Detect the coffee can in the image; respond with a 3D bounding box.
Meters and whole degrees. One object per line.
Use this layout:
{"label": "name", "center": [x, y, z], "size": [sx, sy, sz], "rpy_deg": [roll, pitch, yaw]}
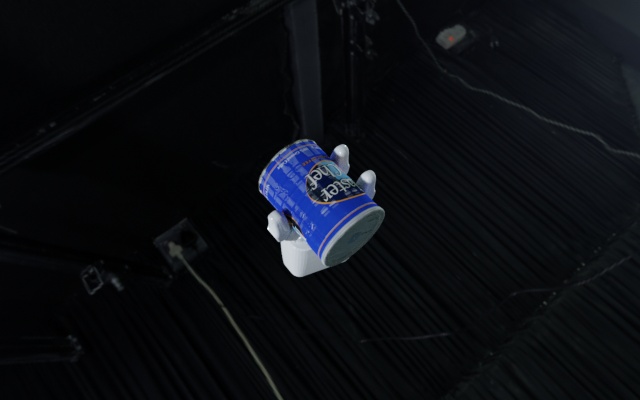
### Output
{"label": "coffee can", "center": [0.000, 0.002, 0.632], "size": [0.140, 0.103, 0.103], "rpy_deg": [47, 22, 22]}
